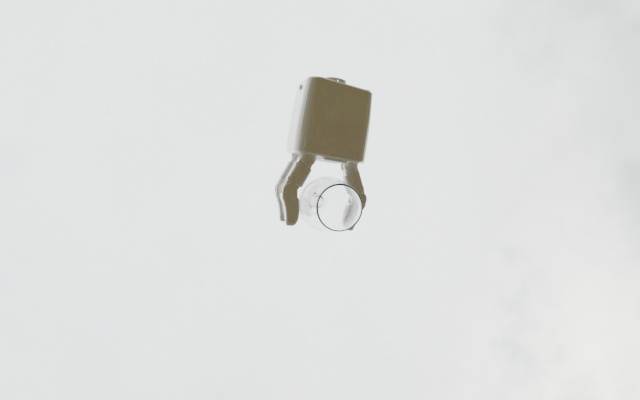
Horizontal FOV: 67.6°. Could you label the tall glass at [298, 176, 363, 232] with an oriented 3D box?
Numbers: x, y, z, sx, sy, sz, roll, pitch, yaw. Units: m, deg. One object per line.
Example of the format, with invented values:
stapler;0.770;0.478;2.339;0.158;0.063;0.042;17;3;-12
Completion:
tall glass;0.000;0.002;0.703;0.079;0.079;0.201;0;4;-15
